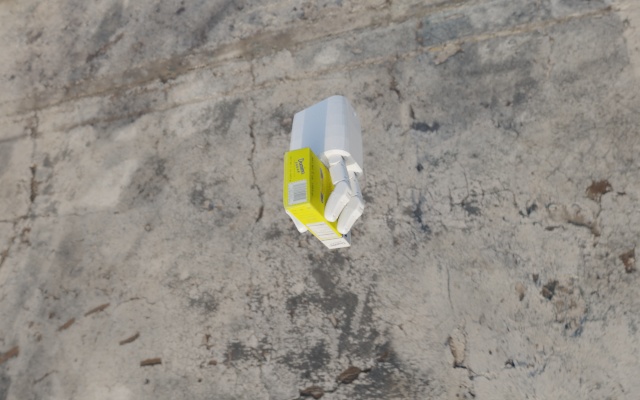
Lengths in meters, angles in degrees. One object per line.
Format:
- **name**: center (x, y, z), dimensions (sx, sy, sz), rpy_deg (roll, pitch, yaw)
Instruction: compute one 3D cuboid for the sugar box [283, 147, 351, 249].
- **sugar box**: center (0.001, 0.002, 0.733), dimensions (0.048, 0.093, 0.176), rpy_deg (-11, -27, 22)
